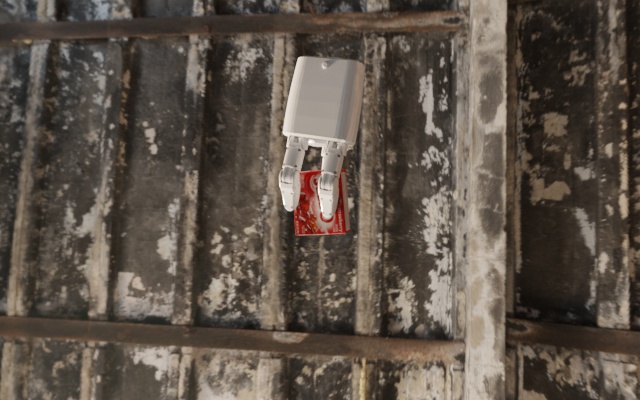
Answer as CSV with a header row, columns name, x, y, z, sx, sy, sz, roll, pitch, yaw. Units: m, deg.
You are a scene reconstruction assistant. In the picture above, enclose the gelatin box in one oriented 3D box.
name,x,y,z,sx,sy,sz,roll,pitch,yaw
gelatin box,0.000,0.002,0.661,0.073,0.089,0.030,-4,3,17
